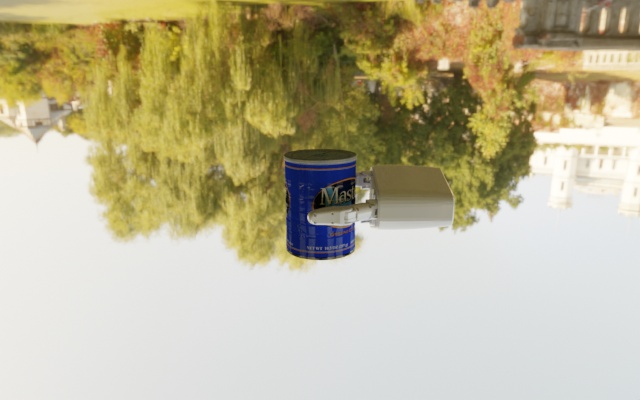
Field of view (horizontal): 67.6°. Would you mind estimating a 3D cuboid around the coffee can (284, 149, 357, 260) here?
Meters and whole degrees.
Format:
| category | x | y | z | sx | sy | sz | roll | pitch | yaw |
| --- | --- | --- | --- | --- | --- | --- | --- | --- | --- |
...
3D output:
| category | x | y | z | sx | sy | sz | roll | pitch | yaw |
| --- | --- | --- | --- | --- | --- | --- | --- | --- | --- |
| coffee can | 0.000 | 0.002 | 0.687 | 0.103 | 0.140 | 0.102 | 0 | 14 | 0 |
